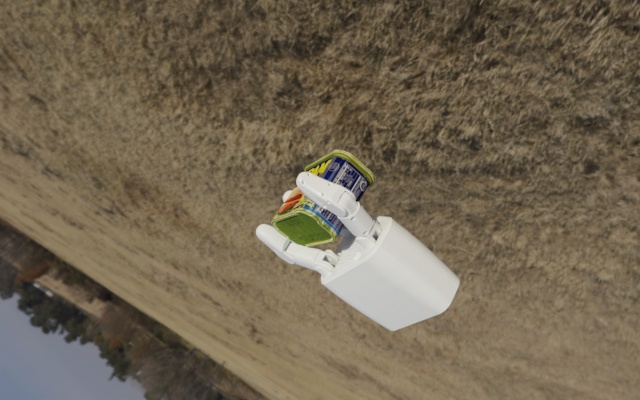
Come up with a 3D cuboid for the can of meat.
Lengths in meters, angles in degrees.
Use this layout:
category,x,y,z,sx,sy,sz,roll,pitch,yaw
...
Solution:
category,x,y,z,sx,sy,sz,roll,pitch,yaw
can of meat,0.000,0.002,0.527,0.057,0.084,0.102,40,-25,-16
